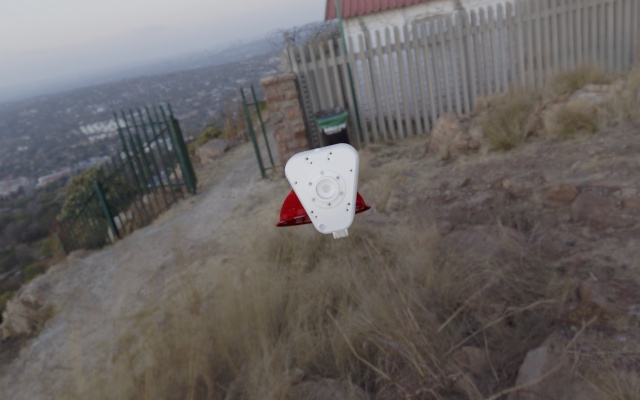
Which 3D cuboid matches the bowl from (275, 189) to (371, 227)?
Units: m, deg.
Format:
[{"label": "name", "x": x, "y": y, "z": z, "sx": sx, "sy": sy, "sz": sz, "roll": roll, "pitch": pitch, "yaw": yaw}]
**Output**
[{"label": "bowl", "x": 0.000, "y": 0.002, "z": 0.802, "sx": 0.162, "sy": 0.055, "sz": 0.162, "roll": -11, "pitch": -8, "yaw": -1}]
